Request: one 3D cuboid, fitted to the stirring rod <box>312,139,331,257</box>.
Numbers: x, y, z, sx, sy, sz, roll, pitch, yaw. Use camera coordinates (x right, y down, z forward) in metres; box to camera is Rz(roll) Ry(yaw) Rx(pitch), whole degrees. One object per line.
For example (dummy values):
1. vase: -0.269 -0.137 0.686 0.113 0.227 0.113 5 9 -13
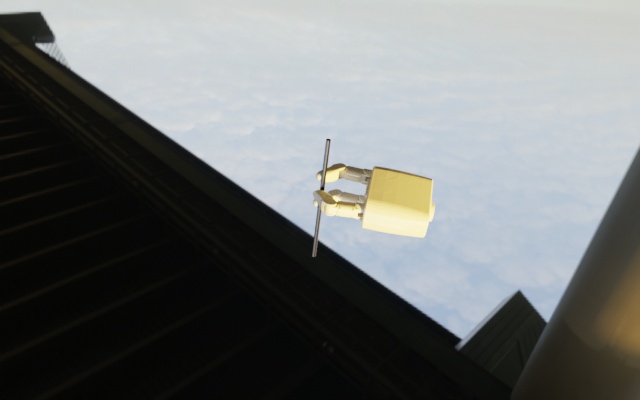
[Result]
1. stirring rod: 0.000 0.003 0.834 0.011 0.240 0.011 5 33 -3
